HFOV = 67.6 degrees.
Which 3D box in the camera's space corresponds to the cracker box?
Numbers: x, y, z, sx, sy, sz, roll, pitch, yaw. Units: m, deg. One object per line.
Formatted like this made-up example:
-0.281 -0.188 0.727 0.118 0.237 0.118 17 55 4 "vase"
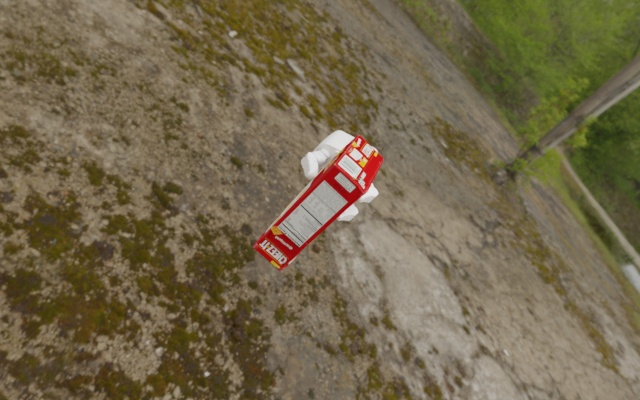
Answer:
0.000 0.002 0.805 0.214 0.072 0.164 -45 4 28 "cracker box"
